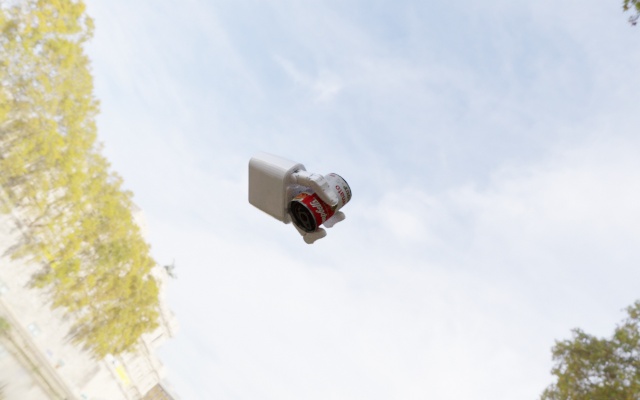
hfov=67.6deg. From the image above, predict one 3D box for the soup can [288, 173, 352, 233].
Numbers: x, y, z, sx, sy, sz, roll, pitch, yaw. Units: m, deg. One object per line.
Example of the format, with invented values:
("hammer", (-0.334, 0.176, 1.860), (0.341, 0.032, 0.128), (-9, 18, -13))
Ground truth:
("soup can", (0.001, 0.003, 0.861), (0.102, 0.068, 0.068), (-38, 23, -33))
